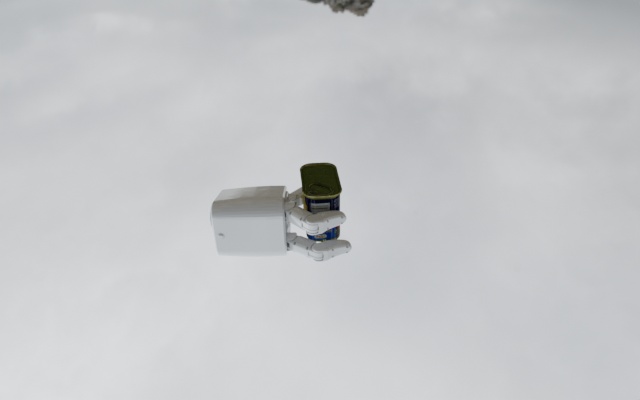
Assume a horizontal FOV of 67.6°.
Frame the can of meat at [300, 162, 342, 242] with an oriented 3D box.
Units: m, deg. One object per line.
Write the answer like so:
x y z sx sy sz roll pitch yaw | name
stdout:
0.000 0.003 0.729 0.057 0.084 0.102 -4 32 -4 | can of meat
